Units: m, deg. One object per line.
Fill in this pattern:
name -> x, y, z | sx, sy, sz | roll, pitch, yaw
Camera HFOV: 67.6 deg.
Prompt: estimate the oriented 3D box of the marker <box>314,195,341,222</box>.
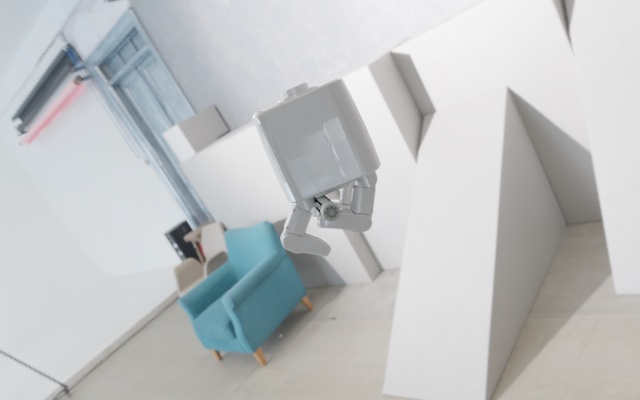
marker -> 0.000, 0.002, 0.541 | 0.020, 0.020, 0.121 | 0, 10, -11
